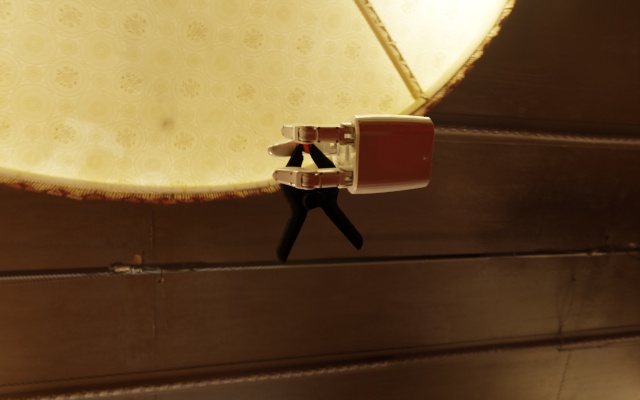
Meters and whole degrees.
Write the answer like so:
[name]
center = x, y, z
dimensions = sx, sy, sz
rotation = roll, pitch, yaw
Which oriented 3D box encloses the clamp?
[clamp]
center = 0.000, 0.002, 0.642
dimensions = 0.120, 0.171, 0.039
rotation = -3, 18, -13
